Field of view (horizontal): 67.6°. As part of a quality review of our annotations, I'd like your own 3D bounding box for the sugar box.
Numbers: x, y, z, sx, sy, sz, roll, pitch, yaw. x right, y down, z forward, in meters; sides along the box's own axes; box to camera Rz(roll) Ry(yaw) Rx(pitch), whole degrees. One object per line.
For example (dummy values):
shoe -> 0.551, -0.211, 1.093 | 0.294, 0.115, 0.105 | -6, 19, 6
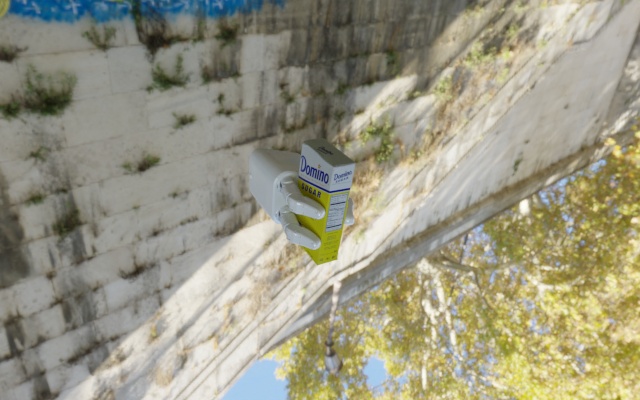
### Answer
sugar box -> 0.000, 0.003, 0.740 | 0.048, 0.176, 0.093 | -13, 36, -29
